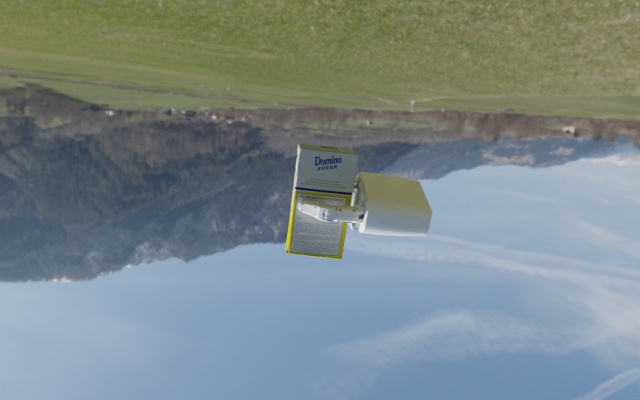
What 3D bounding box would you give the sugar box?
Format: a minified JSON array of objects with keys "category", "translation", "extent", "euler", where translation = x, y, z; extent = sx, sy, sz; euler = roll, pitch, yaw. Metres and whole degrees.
[{"category":"sugar box","translation":[0.000,0.002,0.758],"extent":[0.093,0.176,0.048],"euler":[6,16,-7]}]
